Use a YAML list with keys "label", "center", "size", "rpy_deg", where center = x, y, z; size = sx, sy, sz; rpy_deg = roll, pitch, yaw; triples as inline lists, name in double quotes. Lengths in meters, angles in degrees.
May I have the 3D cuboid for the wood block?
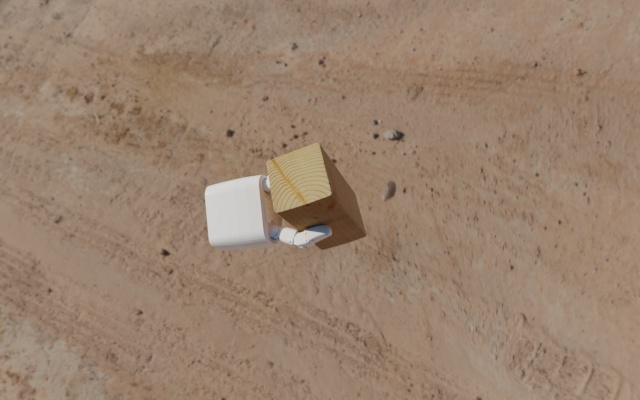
- label: "wood block"
  center: [0.000, 0.003, 0.779]
  size: [0.090, 0.090, 0.206]
  rpy_deg: [-18, -25, 13]
